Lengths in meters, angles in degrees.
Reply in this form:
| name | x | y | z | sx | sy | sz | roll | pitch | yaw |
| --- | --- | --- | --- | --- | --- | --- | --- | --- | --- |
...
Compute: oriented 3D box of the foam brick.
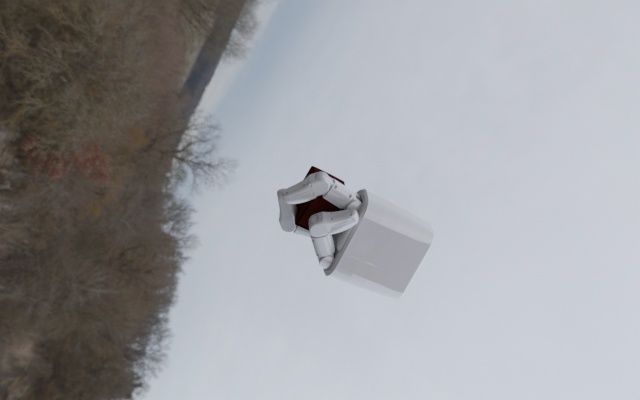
| name | x | y | z | sx | sy | sz | roll | pitch | yaw |
| --- | --- | --- | --- | --- | --- | --- | --- | --- | --- |
| foam brick | 0.000 | 0.002 | 0.624 | 0.051 | 0.053 | 0.078 | 24 | 28 | -17 |
